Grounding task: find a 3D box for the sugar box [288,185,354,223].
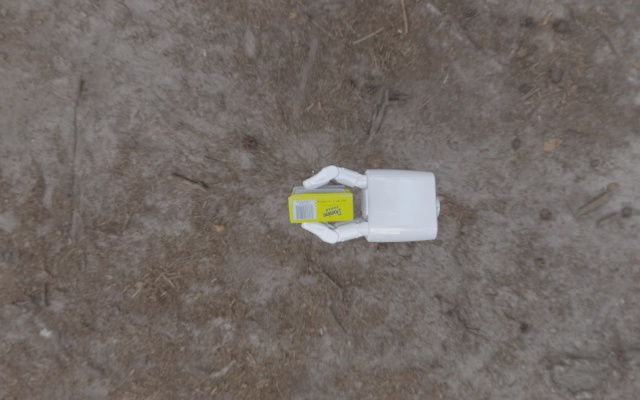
[{"bbox_3d":[0.000,0.003,0.764,0.093,0.048,0.176,-2,3,0],"label":"sugar box"}]
